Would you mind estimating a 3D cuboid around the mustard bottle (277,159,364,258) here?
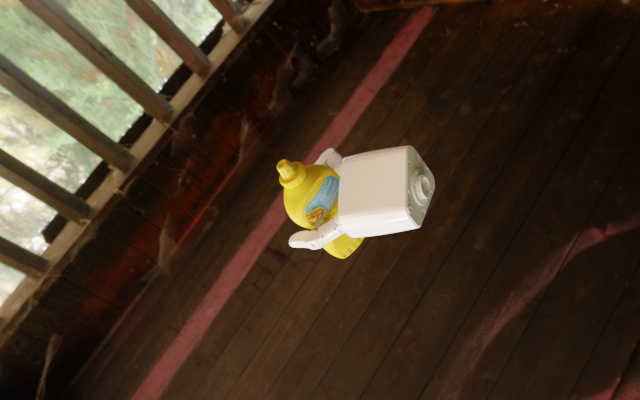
[{"bbox_3d":[0.000,0.002,0.717,0.058,0.096,0.192,19,-20,48],"label":"mustard bottle"}]
